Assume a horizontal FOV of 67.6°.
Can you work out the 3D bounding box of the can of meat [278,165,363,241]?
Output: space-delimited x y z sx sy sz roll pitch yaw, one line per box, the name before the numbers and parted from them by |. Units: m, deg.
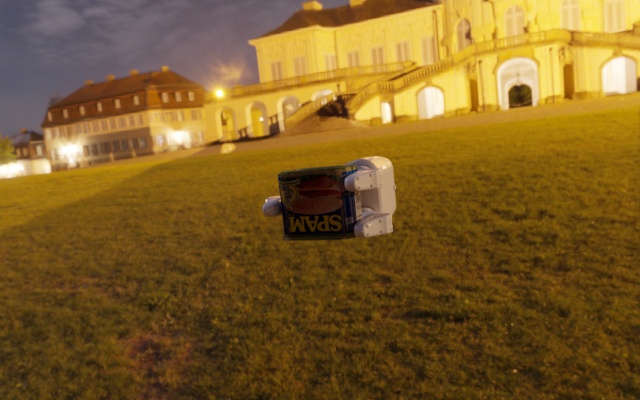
can of meat | 0.000 0.002 0.582 0.102 0.084 0.057 -3 7 24
